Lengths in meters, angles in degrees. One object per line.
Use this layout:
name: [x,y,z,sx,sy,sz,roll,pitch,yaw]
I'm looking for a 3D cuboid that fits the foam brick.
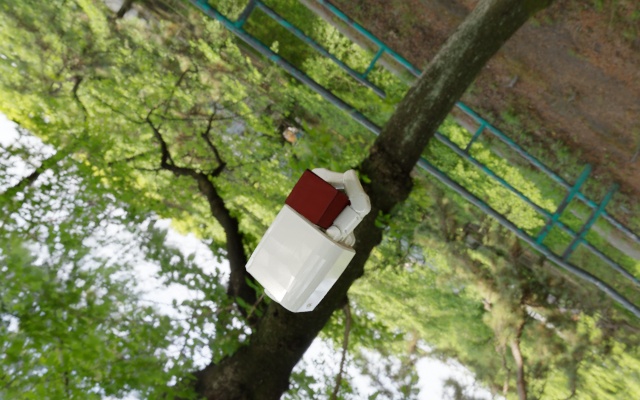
foam brick: [0.000,0.002,0.604,0.053,0.051,0.078,36,2,21]
